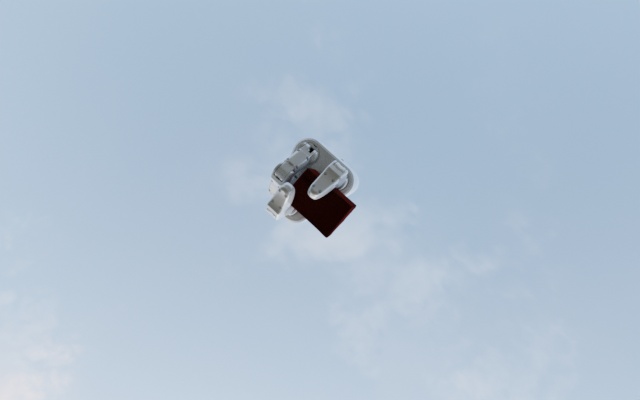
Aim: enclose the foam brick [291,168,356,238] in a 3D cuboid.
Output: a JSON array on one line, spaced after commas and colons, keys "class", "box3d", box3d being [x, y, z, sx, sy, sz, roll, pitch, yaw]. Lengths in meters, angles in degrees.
[{"class": "foam brick", "box3d": [0.000, 0.002, 0.617, 0.078, 0.053, 0.051, 42, 8, 8]}]
